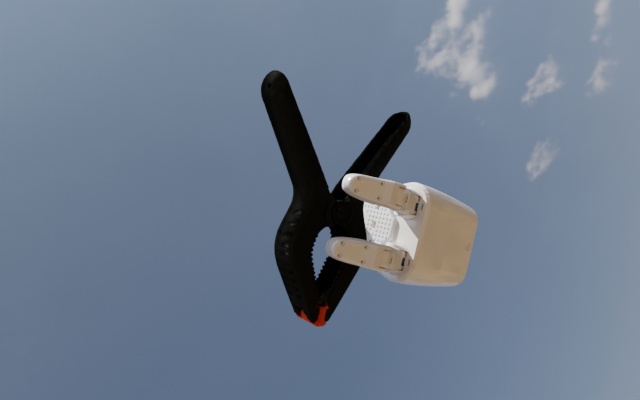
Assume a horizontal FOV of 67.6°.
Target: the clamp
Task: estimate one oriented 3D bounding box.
[{"bbox_3d":[0.000,0.002,0.410,0.164,0.210,0.036,15,-2,-40],"label":"clamp"}]
